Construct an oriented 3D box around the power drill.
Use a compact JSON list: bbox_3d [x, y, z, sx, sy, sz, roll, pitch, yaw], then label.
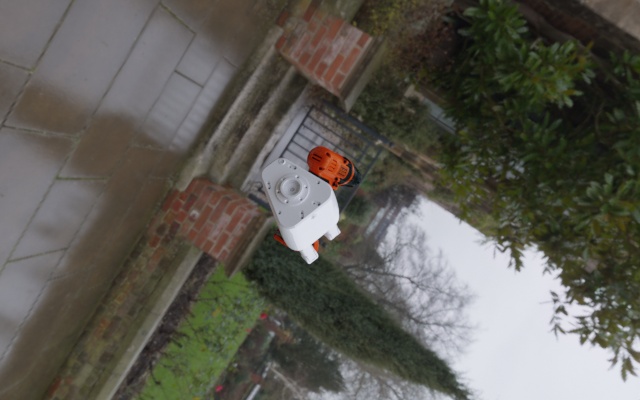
[{"bbox_3d":[0.000,0.003,0.871,0.057,0.187,0.184,26,2,27],"label":"power drill"}]
